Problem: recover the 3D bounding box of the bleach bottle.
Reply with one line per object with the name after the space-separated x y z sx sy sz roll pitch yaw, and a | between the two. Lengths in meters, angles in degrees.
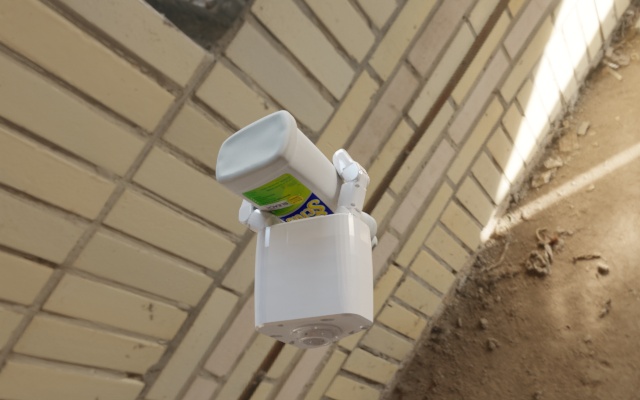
0.000 0.002 0.560 0.102 0.068 0.251 -20 -38 29 | bleach bottle
